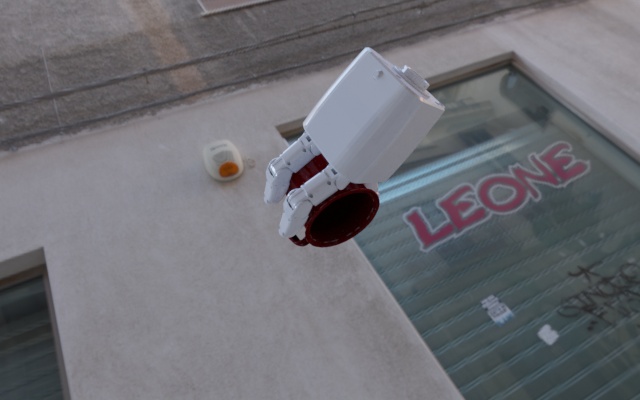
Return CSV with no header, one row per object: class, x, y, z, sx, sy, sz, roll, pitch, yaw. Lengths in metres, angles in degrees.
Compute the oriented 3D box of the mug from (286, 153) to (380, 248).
mug,-0.001,0.003,0.554,0.093,0.081,0.117,16,-57,-48
